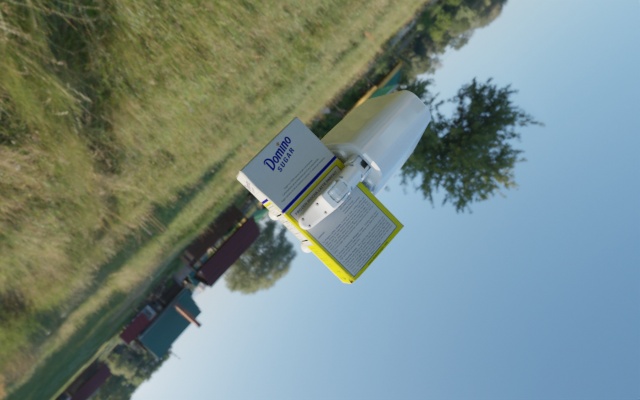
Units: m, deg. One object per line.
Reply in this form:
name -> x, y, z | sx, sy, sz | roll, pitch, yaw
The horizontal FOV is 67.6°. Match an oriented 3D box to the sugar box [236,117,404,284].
sugar box -> 0.000, 0.002, 0.543 | 0.093, 0.176, 0.048 | -46, 4, -17
